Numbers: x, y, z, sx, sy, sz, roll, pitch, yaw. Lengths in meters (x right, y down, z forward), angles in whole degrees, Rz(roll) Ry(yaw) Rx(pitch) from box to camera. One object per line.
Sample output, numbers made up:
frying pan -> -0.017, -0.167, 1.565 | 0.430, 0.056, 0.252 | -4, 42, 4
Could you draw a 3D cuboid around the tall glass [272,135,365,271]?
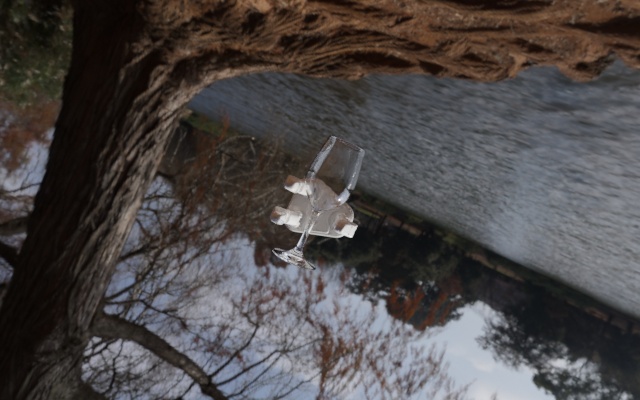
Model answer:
tall glass -> 0.000, 0.003, 0.741 | 0.079, 0.201, 0.079 | 25, 4, -2
